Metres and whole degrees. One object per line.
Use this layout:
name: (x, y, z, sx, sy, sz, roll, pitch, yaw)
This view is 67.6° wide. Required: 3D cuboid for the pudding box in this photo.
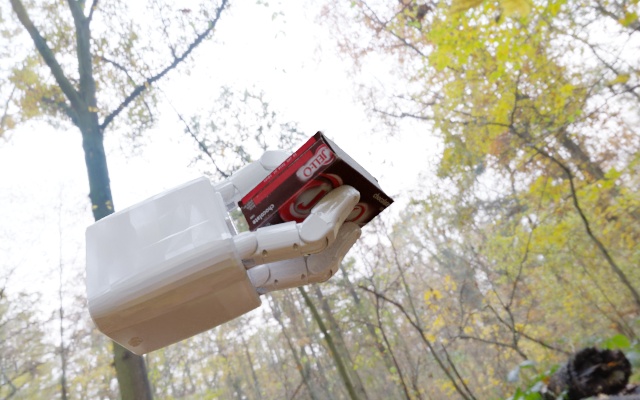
pudding box: (0.000, 0.001, 0.402, 0.090, 0.039, 0.113, -39, -30, 14)
